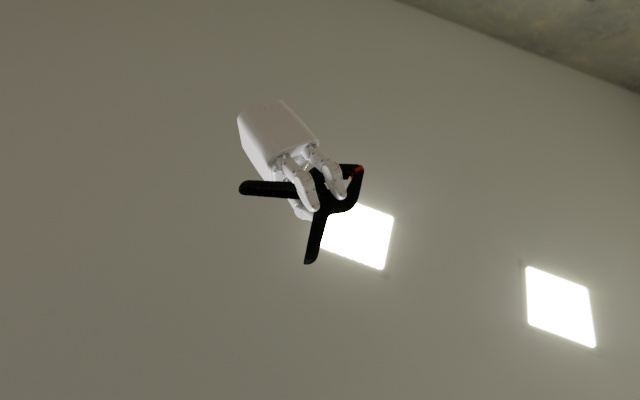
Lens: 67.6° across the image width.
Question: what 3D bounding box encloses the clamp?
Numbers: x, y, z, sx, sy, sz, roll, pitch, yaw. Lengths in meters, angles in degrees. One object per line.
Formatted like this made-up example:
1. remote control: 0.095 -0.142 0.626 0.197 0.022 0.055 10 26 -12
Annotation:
1. clamp: 0.000 0.003 0.751 0.210 0.164 0.036 -24 -25 -32
